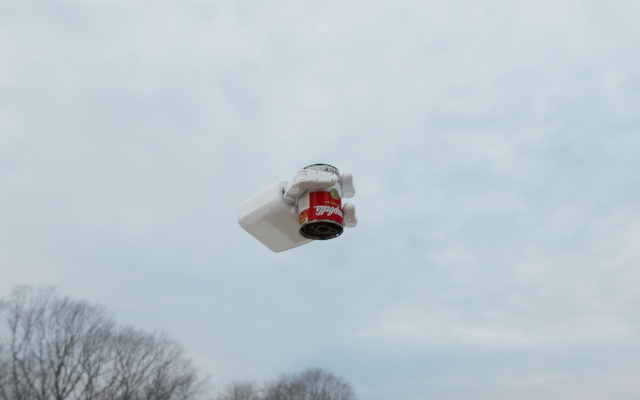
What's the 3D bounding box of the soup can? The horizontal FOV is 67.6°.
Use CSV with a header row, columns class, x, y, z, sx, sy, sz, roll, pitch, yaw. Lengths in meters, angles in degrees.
class,x,y,z,sx,sy,sz,roll,pitch,yaw
soup can,0.000,0.002,0.743,0.068,0.102,0.068,-1,-29,-1
